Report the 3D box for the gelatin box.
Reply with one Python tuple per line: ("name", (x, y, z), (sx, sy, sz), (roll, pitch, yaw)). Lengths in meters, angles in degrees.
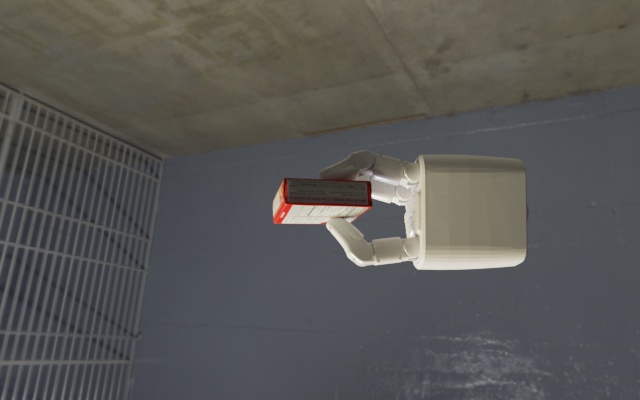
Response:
("gelatin box", (0.000, 0.002, 0.489), (0.089, 0.030, 0.073), (1, -16, -14))
